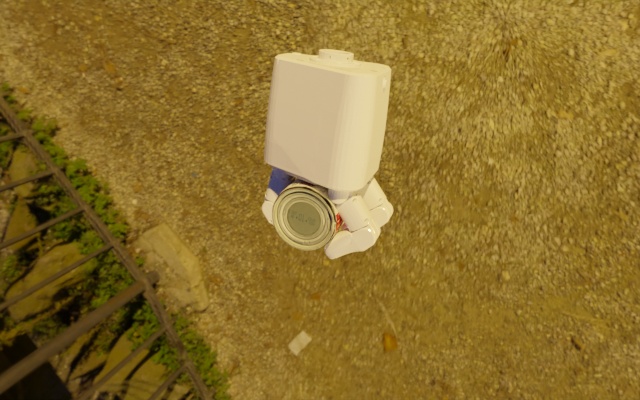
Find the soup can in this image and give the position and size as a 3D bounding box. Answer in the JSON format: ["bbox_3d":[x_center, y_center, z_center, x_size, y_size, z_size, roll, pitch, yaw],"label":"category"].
[{"bbox_3d":[0.000,0.002,0.500,0.068,0.068,0.102,0,20,21],"label":"soup can"}]
